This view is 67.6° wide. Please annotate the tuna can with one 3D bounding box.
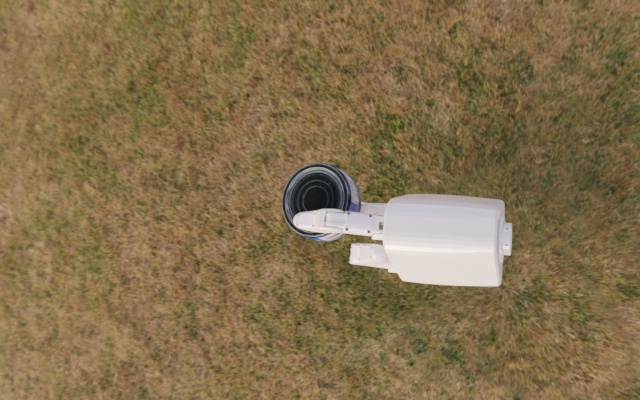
[{"bbox_3d":[0.000,0.002,0.536,0.086,0.086,0.034,0,-10,27],"label":"tuna can"}]
